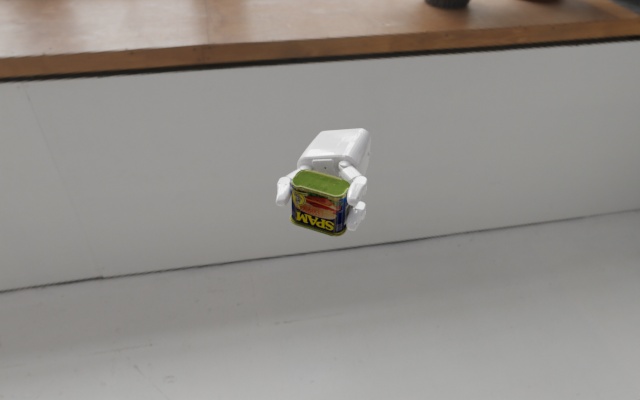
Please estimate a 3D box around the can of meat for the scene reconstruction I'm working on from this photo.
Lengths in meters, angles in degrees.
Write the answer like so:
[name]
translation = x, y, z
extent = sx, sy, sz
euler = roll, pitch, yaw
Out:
[can of meat]
translation = 0.000, 0.002, 0.798
extent = 0.102, 0.084, 0.057
euler = 16, 41, 17
